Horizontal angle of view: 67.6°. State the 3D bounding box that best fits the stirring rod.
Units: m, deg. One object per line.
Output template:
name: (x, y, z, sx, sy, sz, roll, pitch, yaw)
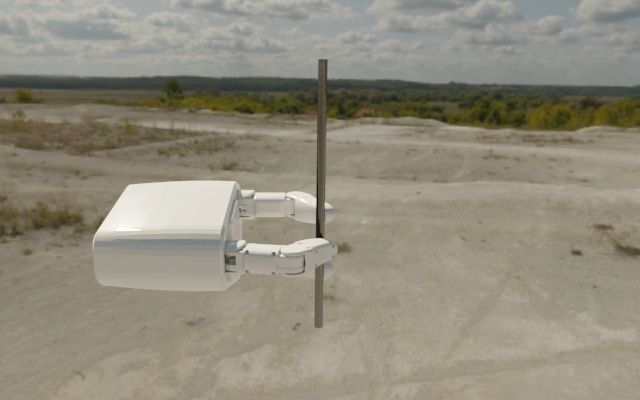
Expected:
stirring rod: (0.000, 0.001, 0.419, 0.011, 0.239, 0.011, 1, 14, 0)
